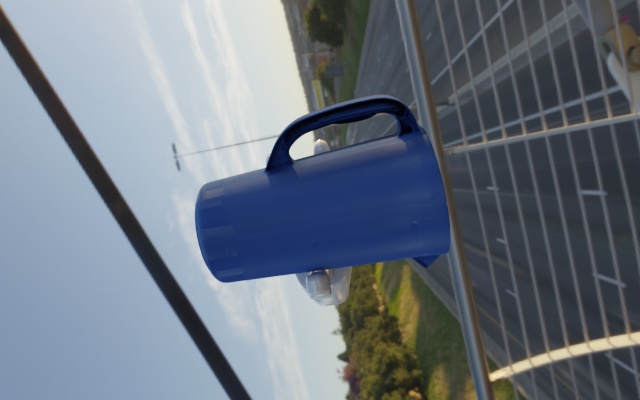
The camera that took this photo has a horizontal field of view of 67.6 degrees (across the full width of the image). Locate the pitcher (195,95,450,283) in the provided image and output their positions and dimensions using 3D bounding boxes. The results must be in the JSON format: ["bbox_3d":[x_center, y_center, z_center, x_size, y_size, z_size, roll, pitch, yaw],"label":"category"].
[{"bbox_3d":[0.000,0.002,0.492,0.243,0.149,0.145,-11,-25,3],"label":"pitcher"}]
